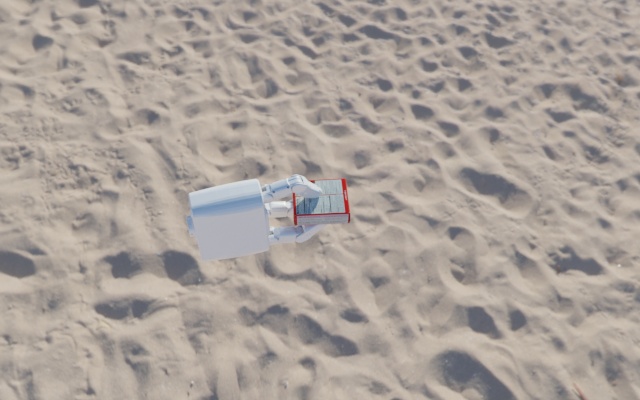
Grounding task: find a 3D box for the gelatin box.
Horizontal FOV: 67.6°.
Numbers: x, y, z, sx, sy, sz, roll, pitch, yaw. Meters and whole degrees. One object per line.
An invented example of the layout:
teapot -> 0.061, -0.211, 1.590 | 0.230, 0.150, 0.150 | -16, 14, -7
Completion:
gelatin box -> 0.000, 0.002, 0.763 | 0.089, 0.073, 0.030 | -3, -40, -2
